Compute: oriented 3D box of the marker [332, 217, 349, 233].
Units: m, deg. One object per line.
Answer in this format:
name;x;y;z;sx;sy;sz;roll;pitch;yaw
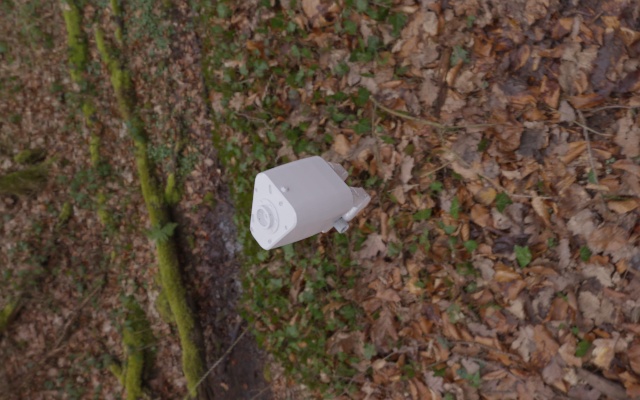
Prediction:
marker;0.000;0.002;0.750;0.121;0.020;0.020;49;25;24
